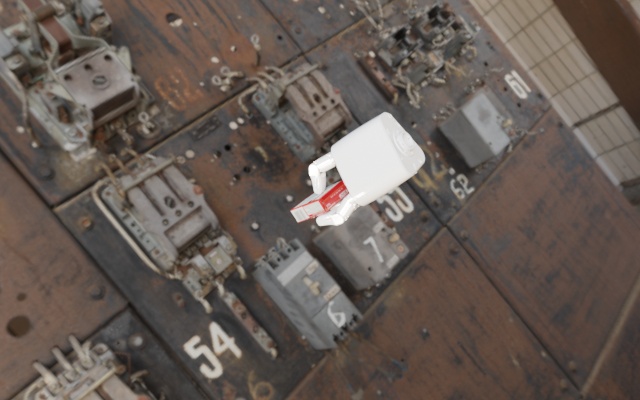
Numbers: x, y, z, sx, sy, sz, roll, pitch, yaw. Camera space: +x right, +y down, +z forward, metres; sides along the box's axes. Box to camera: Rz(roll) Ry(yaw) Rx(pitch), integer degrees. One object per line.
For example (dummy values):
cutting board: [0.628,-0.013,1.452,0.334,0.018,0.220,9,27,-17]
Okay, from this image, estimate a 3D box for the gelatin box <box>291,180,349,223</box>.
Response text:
gelatin box: [0.000,0.003,0.859,0.089,0.030,0.073,-21,13,49]
